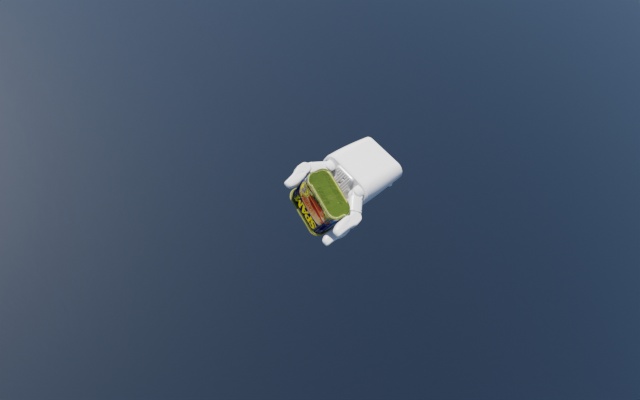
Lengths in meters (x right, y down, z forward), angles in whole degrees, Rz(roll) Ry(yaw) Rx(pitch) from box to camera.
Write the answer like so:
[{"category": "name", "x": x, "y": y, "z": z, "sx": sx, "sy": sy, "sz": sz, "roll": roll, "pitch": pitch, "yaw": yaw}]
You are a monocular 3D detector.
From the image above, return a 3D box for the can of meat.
[{"category": "can of meat", "x": 0.000, "y": 0.003, "z": 0.860, "sx": 0.057, "sy": 0.102, "sz": 0.084, "roll": -26, "pitch": -9, "yaw": -31}]
